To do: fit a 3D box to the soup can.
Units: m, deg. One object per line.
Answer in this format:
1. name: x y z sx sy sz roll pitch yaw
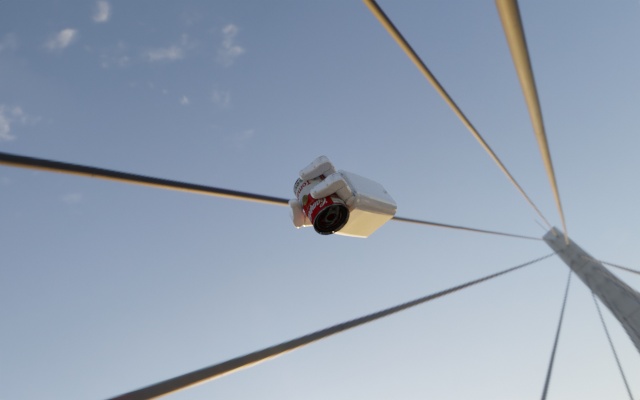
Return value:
1. soup can: 0.000 0.003 0.845 0.068 0.068 0.102 0 37 -29
